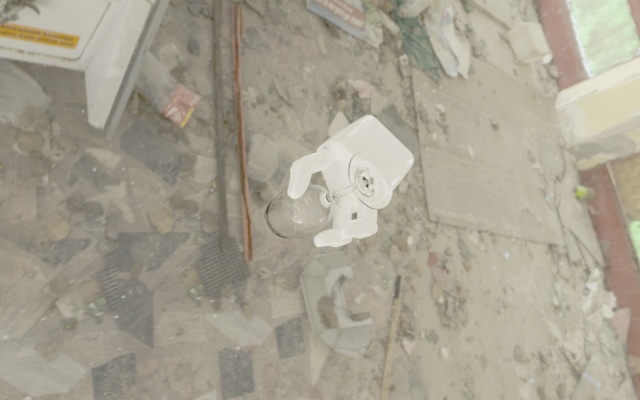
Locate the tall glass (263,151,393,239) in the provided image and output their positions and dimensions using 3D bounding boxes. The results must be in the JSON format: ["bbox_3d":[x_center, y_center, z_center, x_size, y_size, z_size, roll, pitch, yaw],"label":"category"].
[{"bbox_3d":[0.000,0.002,0.651,0.079,0.079,0.201,0,-16,-40],"label":"tall glass"}]
